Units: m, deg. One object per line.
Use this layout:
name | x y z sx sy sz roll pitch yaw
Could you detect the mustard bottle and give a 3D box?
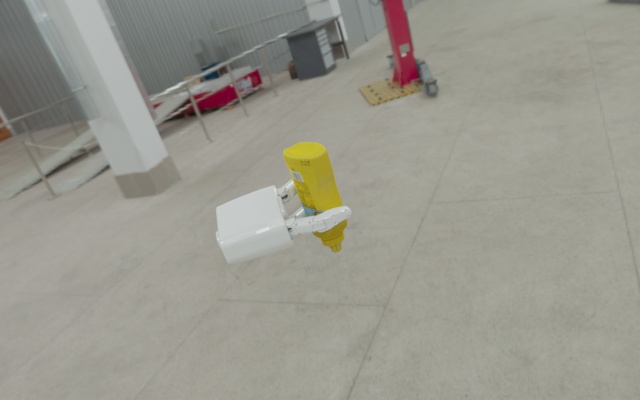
mustard bottle | 0.000 0.002 0.784 0.058 0.192 0.096 -29 26 -24
